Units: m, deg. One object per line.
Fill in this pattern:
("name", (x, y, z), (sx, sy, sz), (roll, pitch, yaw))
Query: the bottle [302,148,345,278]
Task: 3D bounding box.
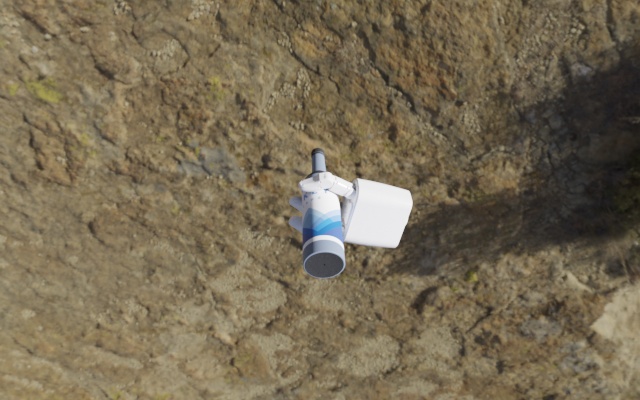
("bottle", (0.000, 0.003, 0.855), (0.069, 0.069, 0.295), (0, 42, -3))
